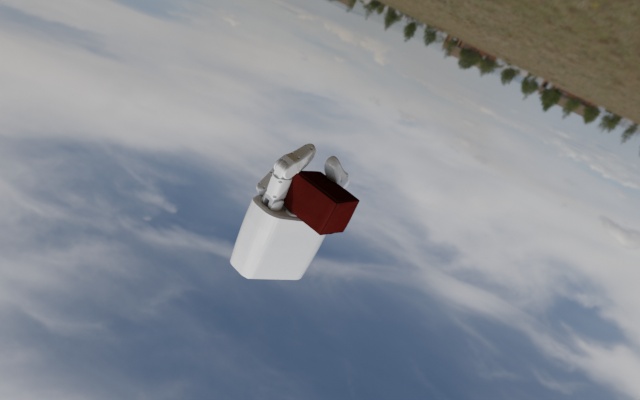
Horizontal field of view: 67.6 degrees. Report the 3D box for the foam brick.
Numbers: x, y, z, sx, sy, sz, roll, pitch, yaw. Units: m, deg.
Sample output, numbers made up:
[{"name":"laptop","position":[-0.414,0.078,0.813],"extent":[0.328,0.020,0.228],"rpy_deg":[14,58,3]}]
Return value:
[{"name":"foam brick","position":[0.000,0.002,0.618],"extent":[0.078,0.051,0.053],"rpy_deg":[38,23,31]}]
